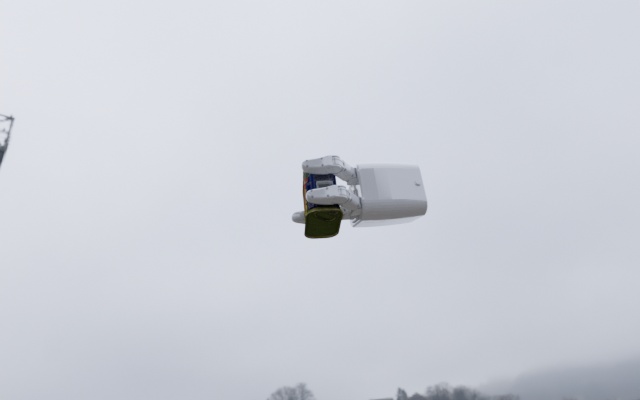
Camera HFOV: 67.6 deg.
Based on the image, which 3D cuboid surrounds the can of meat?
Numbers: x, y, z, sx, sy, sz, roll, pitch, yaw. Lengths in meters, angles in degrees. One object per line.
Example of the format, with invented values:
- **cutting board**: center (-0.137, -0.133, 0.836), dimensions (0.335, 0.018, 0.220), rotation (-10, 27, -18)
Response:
- **can of meat**: center (0.000, 0.002, 0.766), dimensions (0.057, 0.084, 0.102), rotation (-3, -28, -5)
